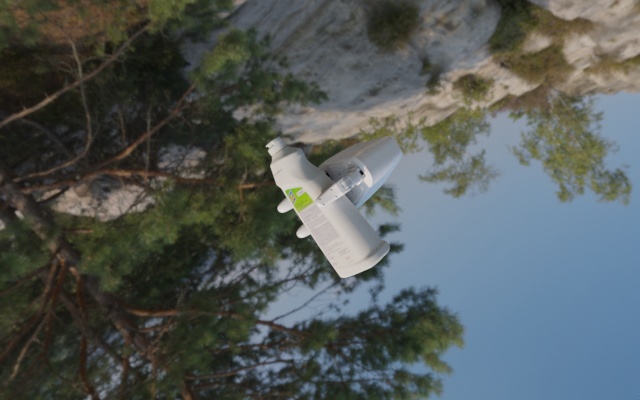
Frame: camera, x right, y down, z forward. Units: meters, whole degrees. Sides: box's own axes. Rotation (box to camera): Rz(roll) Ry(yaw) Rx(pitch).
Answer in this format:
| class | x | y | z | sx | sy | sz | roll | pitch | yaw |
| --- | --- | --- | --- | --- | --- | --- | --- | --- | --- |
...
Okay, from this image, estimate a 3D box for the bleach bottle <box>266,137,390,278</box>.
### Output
| class | x | y | z | sx | sy | sz | roll | pitch | yaw |
| --- | --- | --- | --- | --- | --- | --- | --- | --- | --- |
| bleach bottle | 0.000 | 0.003 | 0.774 | 0.068 | 0.251 | 0.102 | -37 | 3 | -40 |
